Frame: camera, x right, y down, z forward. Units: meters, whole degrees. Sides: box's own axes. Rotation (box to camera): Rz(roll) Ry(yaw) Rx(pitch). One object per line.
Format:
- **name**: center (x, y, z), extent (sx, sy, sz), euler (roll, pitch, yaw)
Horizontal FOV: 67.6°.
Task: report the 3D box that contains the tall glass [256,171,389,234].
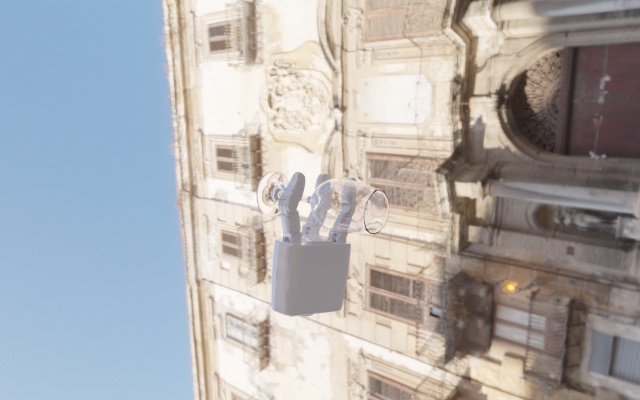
- **tall glass**: center (0.000, 0.002, 0.705), extent (0.201, 0.079, 0.079), euler (10, 6, 39)
